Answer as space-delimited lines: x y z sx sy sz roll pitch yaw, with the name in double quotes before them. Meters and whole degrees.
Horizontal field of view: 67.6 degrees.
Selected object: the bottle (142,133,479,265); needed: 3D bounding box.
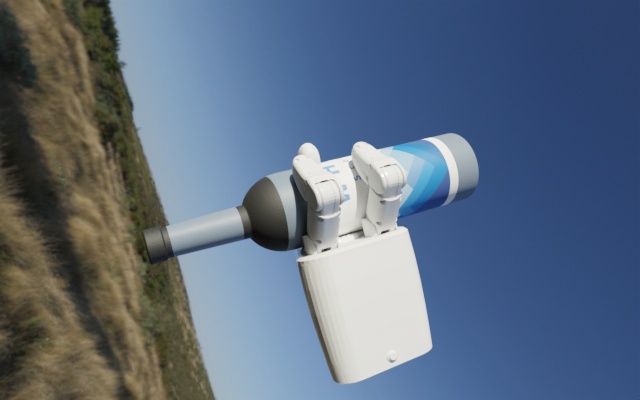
"bottle" 0.000 0.001 0.417 0.295 0.069 0.069 -15 5 -21
